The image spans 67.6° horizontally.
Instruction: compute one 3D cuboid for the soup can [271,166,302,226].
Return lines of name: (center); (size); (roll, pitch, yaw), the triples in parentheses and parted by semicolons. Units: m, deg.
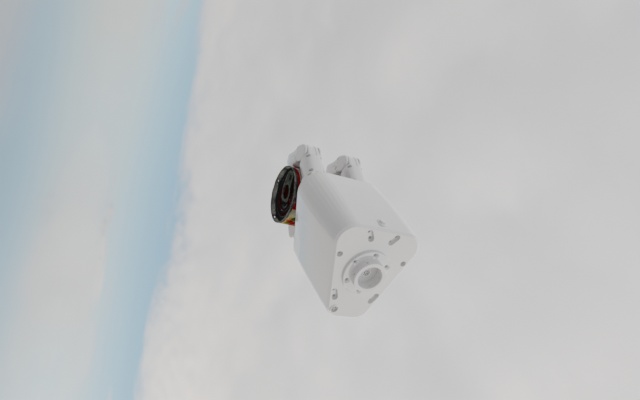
soup can: (0.000, 0.002, 0.574); (0.102, 0.068, 0.068); (12, -5, -26)
